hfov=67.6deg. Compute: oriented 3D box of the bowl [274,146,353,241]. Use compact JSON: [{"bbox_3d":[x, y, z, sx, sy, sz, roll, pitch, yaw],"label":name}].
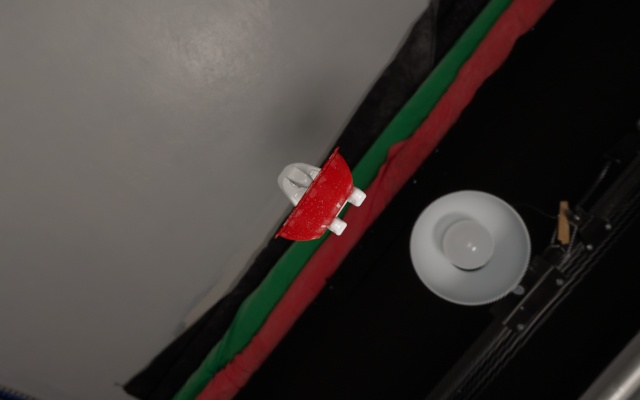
[{"bbox_3d":[0.000,0.003,0.695,0.055,0.162,0.162,35,-1,-2],"label":"bowl"}]
